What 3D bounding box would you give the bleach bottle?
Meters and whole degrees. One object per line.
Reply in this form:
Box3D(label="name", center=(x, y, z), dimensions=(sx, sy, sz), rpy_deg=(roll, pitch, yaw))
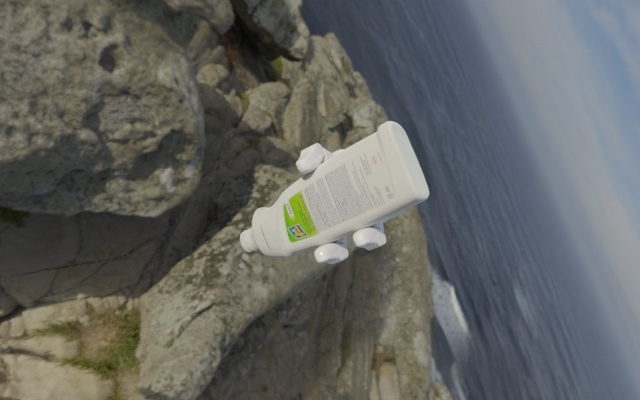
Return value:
Box3D(label="bleach bottle", center=(0.000, 0.002, 0.594), dimensions=(0.251, 0.102, 0.068), rpy_deg=(-24, -9, 26))
